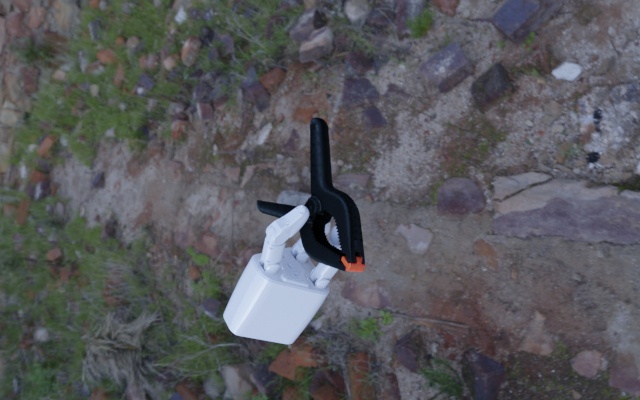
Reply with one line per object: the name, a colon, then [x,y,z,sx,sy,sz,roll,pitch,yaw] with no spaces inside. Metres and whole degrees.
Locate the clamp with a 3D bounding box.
clamp: [0.000,0.002,0.611,0.036,0.165,0.210,10,29,-43]
